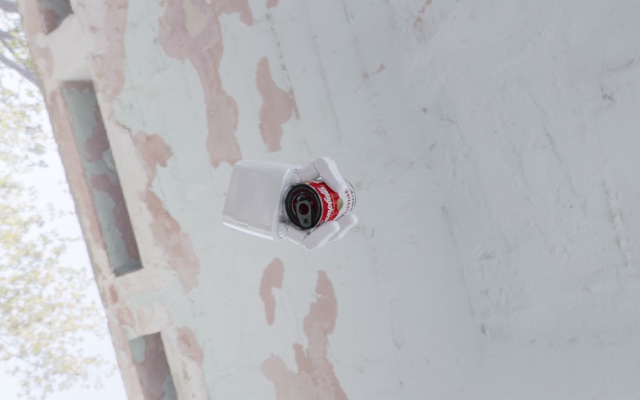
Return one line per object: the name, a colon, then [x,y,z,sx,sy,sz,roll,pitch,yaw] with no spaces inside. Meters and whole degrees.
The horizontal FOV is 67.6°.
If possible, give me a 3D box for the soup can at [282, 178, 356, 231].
soup can: [0.001,0.002,0.702,0.068,0.068,0.102,0,8,32]
